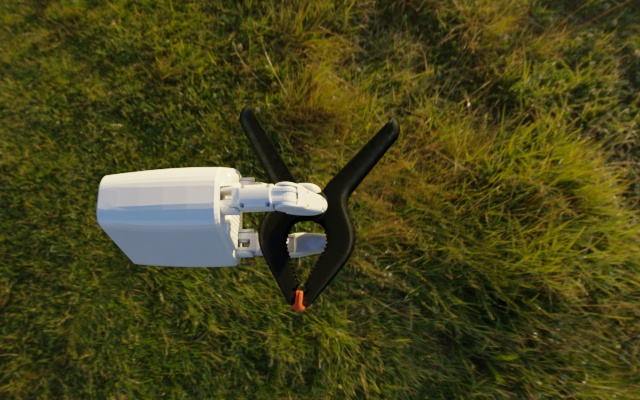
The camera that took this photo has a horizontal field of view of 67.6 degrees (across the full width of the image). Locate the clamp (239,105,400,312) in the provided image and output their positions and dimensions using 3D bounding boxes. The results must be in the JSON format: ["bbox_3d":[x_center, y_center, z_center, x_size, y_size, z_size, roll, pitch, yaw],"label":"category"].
[{"bbox_3d":[0.000,0.002,0.469,0.164,0.210,0.036,-2,-14,2],"label":"clamp"}]
